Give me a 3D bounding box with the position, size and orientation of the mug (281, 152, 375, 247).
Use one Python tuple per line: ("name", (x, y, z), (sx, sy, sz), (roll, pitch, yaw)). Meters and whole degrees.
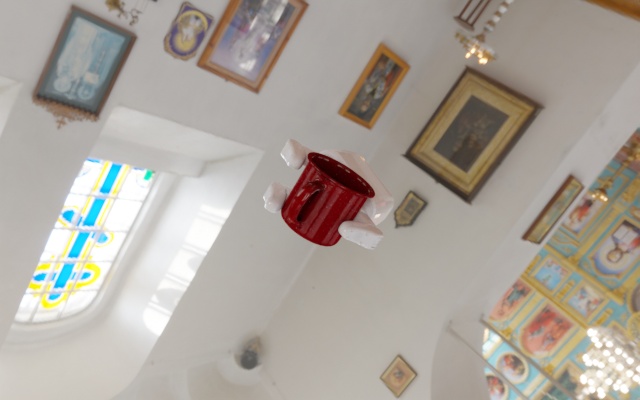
("mug", (-0.001, 0.002, 0.562), (0.093, 0.081, 0.117), (38, 19, 17))
